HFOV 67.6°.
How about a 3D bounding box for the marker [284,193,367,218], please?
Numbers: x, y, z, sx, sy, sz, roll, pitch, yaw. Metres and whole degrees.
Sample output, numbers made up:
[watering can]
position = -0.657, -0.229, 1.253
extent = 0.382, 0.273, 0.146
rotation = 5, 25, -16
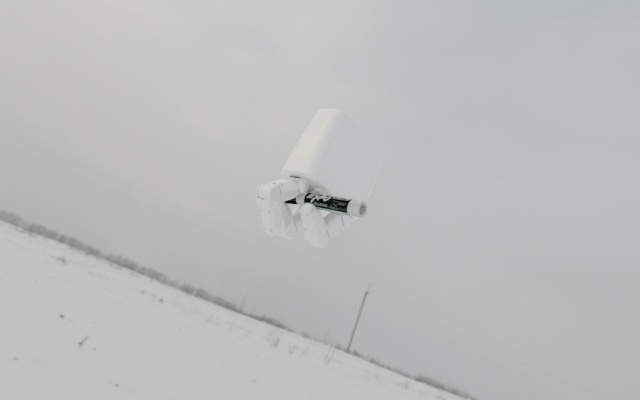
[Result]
[marker]
position = 0.000, 0.002, 0.566
extent = 0.121, 0.020, 0.020
rotation = 10, 6, 38
